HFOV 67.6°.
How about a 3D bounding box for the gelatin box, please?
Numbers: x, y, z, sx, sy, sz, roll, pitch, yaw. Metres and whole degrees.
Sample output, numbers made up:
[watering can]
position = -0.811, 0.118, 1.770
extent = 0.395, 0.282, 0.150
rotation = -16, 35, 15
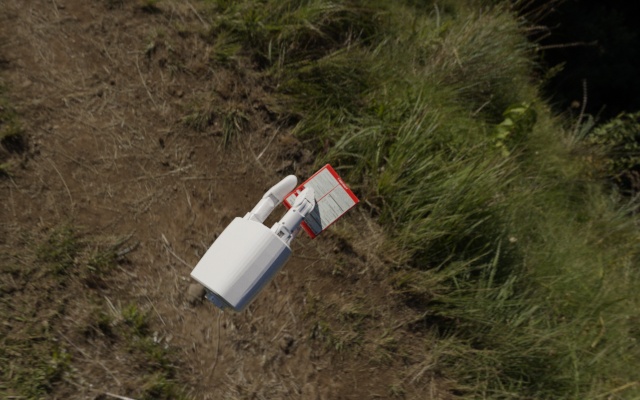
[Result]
[gelatin box]
position = 0.000, 0.002, 0.703
extent = 0.089, 0.073, 0.030
rotation = -39, -5, -12
